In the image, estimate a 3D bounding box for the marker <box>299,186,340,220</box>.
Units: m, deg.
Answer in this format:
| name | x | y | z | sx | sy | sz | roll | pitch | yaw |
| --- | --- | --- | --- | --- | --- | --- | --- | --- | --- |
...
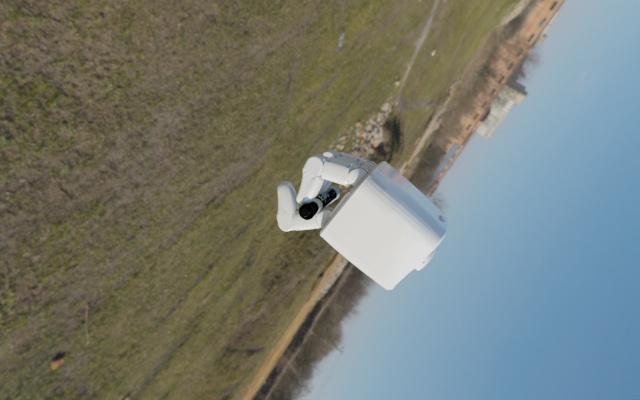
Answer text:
| name | x | y | z | sx | sy | sz | roll | pitch | yaw |
| --- | --- | --- | --- | --- | --- | --- | --- | --- | --- |
| marker | 0.000 | 0.002 | 0.586 | 0.020 | 0.020 | 0.121 | 0 | 12 | 17 |
